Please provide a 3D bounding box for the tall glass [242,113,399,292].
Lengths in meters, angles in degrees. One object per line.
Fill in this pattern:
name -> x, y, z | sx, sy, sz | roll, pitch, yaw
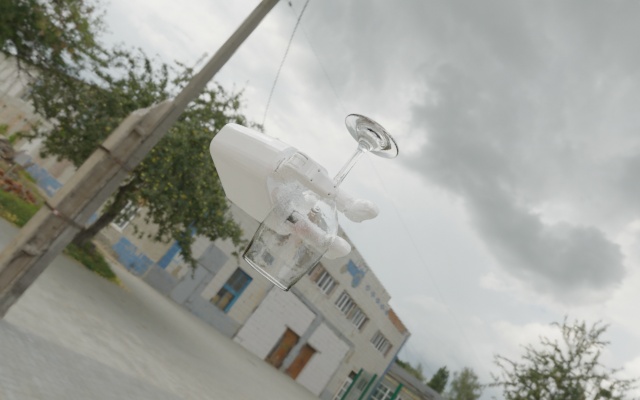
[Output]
tall glass -> 0.001, 0.001, 0.527 | 0.079, 0.201, 0.079 | 35, -15, 11
